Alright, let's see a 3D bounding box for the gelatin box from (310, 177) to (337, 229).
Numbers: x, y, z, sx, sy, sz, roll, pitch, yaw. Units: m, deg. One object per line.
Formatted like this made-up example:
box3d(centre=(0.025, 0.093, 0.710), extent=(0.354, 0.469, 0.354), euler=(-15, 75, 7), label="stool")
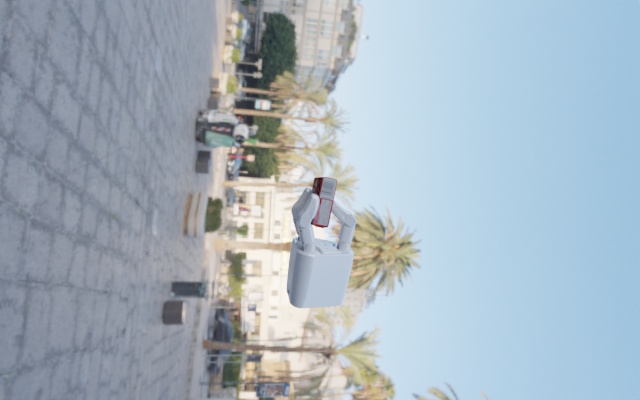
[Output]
box3d(centre=(0.001, 0.003, 0.862), extent=(0.030, 0.089, 0.073), euler=(11, -1, -13), label="gelatin box")
